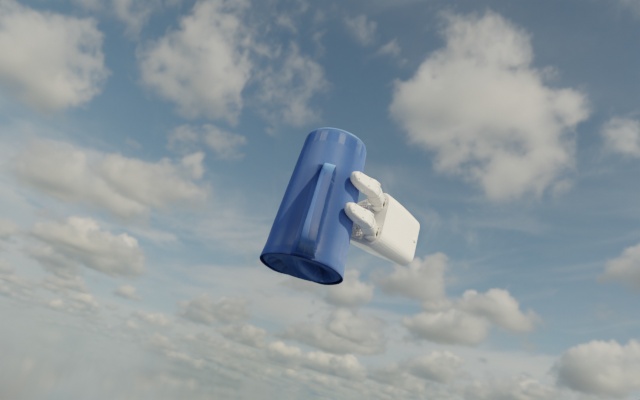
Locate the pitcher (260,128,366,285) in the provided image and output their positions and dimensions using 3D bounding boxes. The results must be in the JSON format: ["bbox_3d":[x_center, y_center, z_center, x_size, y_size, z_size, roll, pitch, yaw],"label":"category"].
[{"bbox_3d":[0.000,0.003,0.770,0.149,0.242,0.145,-8,-33,43],"label":"pitcher"}]
